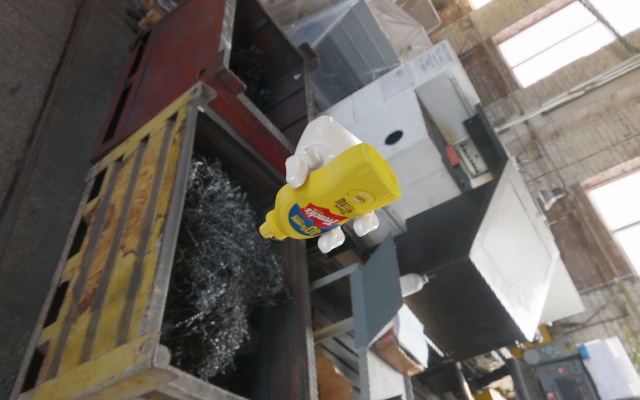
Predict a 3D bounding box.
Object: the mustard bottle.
[{"bbox_3d":[0.000,0.002,0.620,0.192,0.058,0.096,-27,-40,22],"label":"mustard bottle"}]
